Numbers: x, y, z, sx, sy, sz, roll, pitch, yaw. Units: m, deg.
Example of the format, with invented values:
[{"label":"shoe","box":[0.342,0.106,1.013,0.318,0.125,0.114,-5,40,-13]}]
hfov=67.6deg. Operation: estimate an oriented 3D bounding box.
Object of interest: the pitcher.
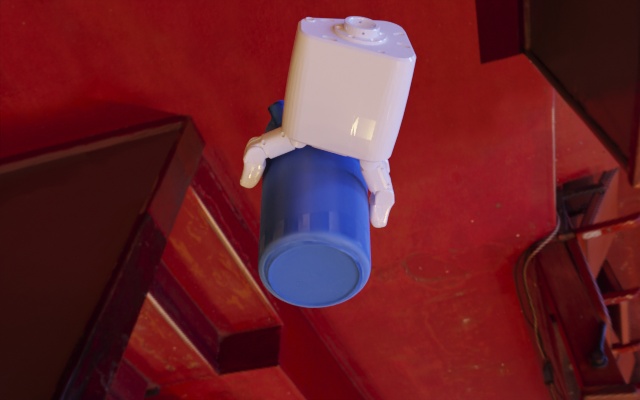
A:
[{"label":"pitcher","box":[0.000,0.002,0.545,0.149,0.145,0.242,7,39,-7]}]
